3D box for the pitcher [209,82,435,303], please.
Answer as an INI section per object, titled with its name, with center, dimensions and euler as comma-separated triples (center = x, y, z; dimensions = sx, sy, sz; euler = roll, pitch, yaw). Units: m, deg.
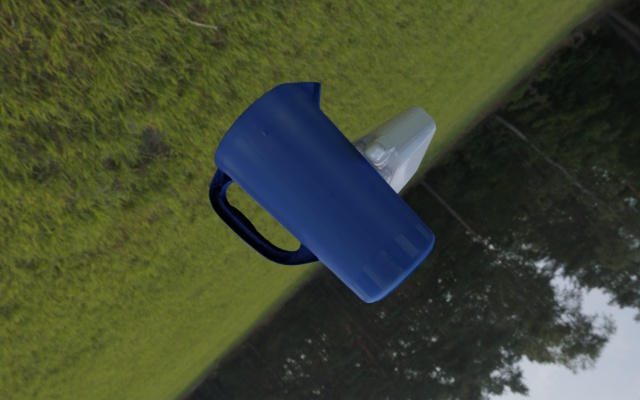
[pitcher]
center = 0.000, 0.002, 0.540
dimensions = 0.145, 0.243, 0.149
euler = -40, -7, -40
